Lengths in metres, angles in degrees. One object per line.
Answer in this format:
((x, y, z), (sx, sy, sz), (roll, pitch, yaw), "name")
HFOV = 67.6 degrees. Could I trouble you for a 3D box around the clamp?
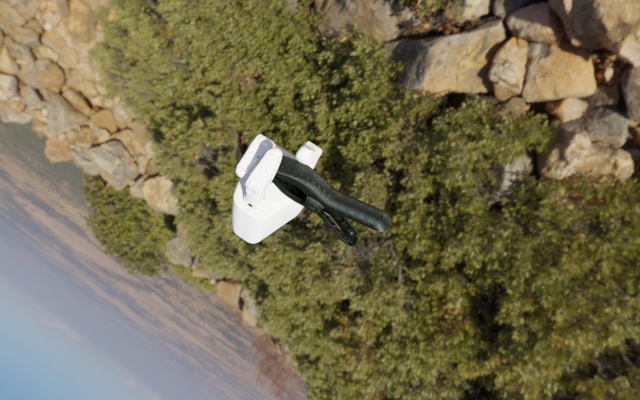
((0.000, 0.002, 0.605), (0.171, 0.039, 0.120), (34, -28, 4), "clamp")
